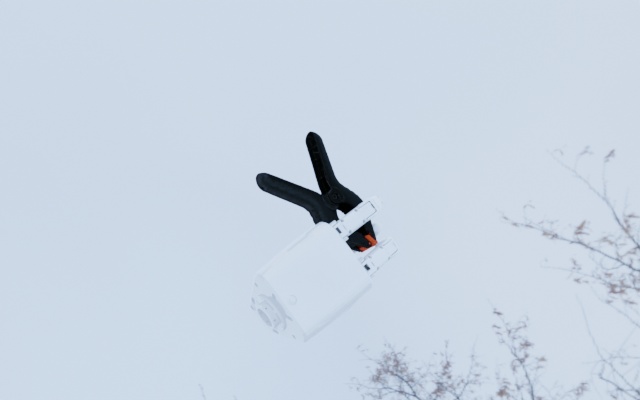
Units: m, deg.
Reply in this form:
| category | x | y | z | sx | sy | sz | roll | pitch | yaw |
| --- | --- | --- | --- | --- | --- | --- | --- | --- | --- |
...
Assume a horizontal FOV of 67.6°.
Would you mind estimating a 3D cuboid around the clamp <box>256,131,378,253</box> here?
| category | x | y | z | sx | sy | sz | roll | pitch | yaw |
| --- | --- | --- | --- | --- | --- | --- | --- | --- | --- |
| clamp | 0.000 | 0.002 | 0.602 | 0.120 | 0.171 | 0.039 | -35 | -4 | -32 |
